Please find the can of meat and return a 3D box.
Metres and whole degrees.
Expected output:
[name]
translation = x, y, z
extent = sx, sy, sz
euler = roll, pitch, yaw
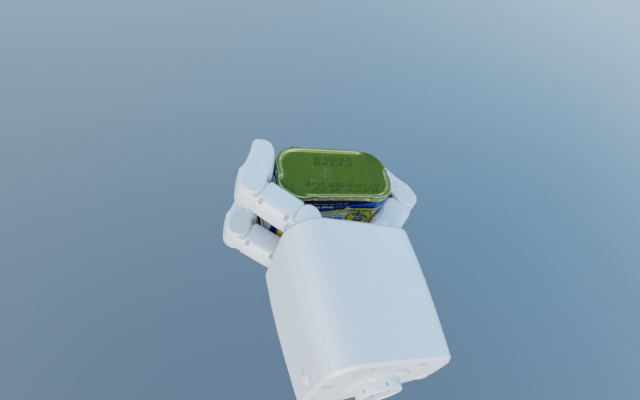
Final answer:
[can of meat]
translation = 0.000, 0.001, 0.413
extent = 0.102, 0.057, 0.084
euler = 0, -35, -20
